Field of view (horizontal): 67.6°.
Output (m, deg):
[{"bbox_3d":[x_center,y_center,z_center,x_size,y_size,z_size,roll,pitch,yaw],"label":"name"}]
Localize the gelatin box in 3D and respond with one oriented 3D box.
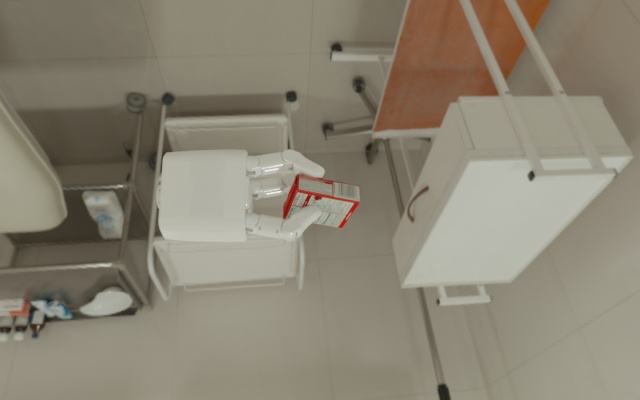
[{"bbox_3d":[0.000,0.003,0.641,0.089,0.030,0.073,11,-34,-13],"label":"gelatin box"}]
